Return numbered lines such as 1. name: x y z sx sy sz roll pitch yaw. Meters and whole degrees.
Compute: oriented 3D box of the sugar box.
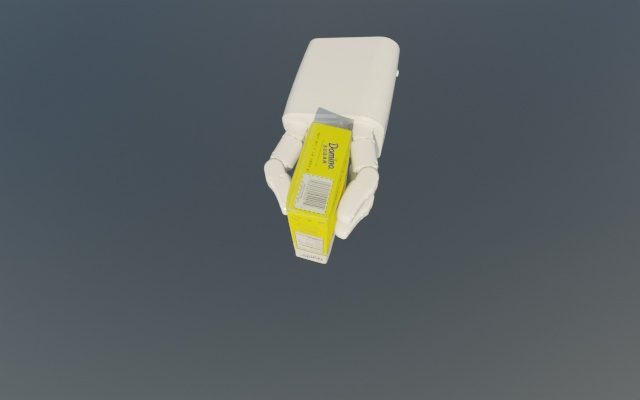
1. sugar box: 0.001 0.002 0.508 0.048 0.093 0.176 14 -19 8
